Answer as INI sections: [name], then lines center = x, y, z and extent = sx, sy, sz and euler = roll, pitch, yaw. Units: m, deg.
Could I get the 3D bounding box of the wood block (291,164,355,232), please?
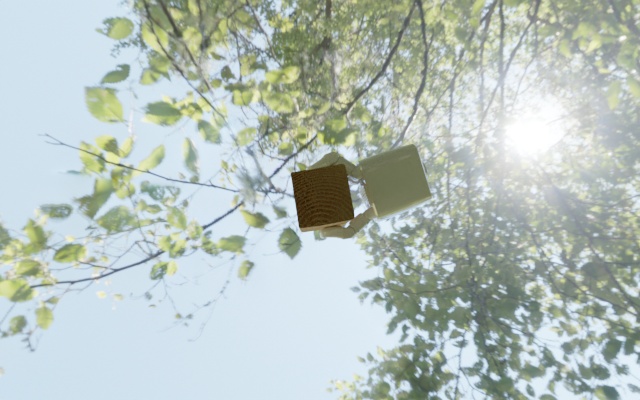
[wood block]
center = 0.001, 0.003, 0.837
extent = 0.090, 0.091, 0.206
euler = -10, -6, -2
